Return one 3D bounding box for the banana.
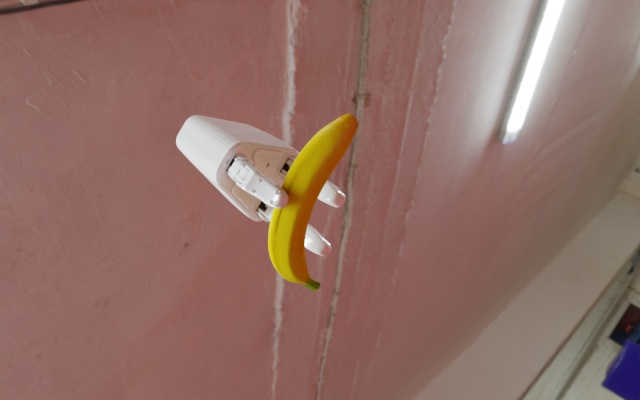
[{"bbox_3d":[-0.015,0.006,0.482,0.069,0.198,0.037,-5,28,-40],"label":"banana"}]
